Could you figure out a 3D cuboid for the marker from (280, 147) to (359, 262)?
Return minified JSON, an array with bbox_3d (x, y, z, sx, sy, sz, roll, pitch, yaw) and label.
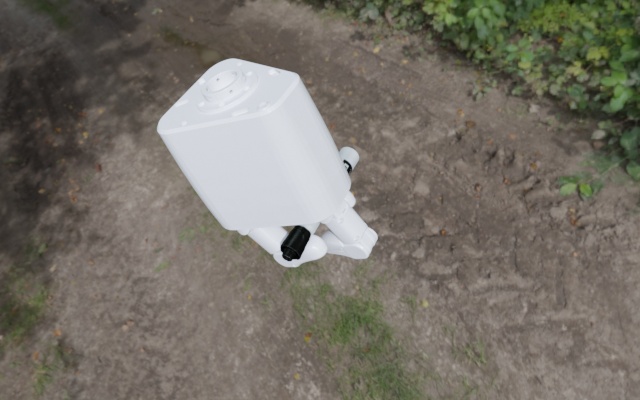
[{"bbox_3d":[0.000,0.001,0.405,0.020,0.121,0.020,22,-32,15],"label":"marker"}]
